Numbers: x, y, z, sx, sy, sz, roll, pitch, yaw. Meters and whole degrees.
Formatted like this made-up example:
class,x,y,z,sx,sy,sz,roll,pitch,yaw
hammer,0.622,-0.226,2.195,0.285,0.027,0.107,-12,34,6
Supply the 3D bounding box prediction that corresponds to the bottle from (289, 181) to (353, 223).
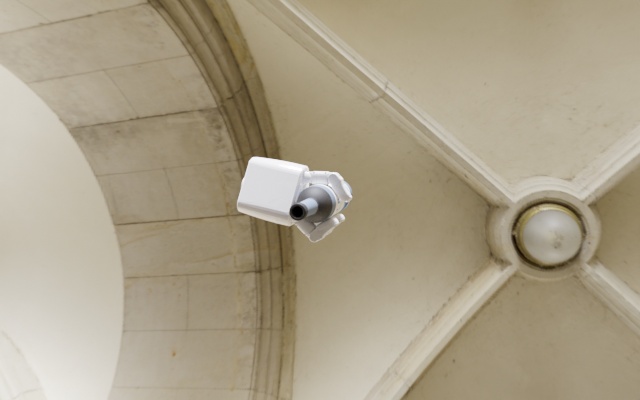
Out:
class,x,y,z,sx,sy,sz,roll,pitch,yaw
bottle,0.000,0.003,0.877,0.069,0.069,0.295,0,6,14
